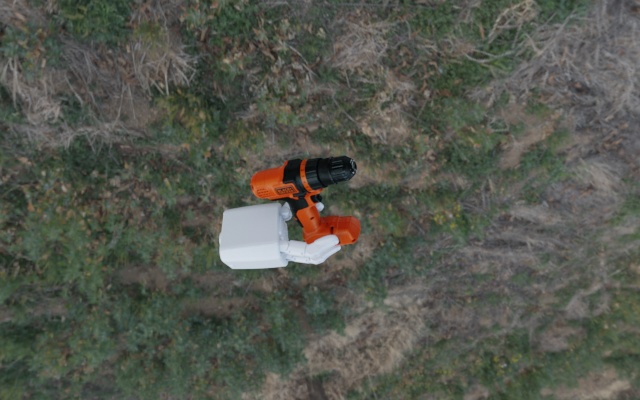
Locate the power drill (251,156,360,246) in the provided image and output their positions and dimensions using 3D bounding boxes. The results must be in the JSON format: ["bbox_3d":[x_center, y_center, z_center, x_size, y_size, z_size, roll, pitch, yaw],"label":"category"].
[{"bbox_3d":[0.000,0.003,0.809,0.184,0.057,0.188,-8,-44,27],"label":"power drill"}]
